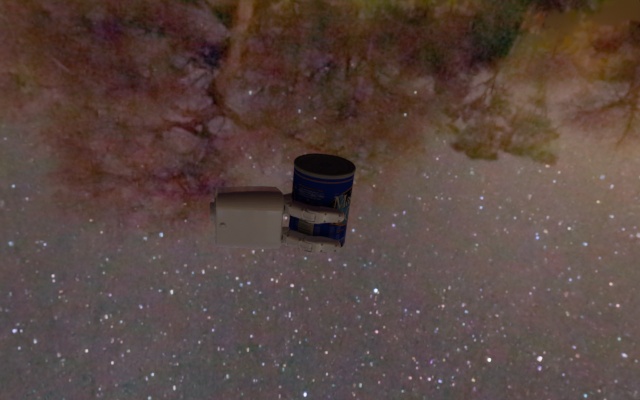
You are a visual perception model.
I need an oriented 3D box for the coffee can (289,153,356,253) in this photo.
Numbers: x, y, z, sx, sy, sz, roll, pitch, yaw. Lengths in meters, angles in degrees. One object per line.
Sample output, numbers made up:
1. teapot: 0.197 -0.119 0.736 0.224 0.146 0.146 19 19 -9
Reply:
1. coffee can: 0.000 0.002 0.813 0.103 0.140 0.102 6 24 -2
